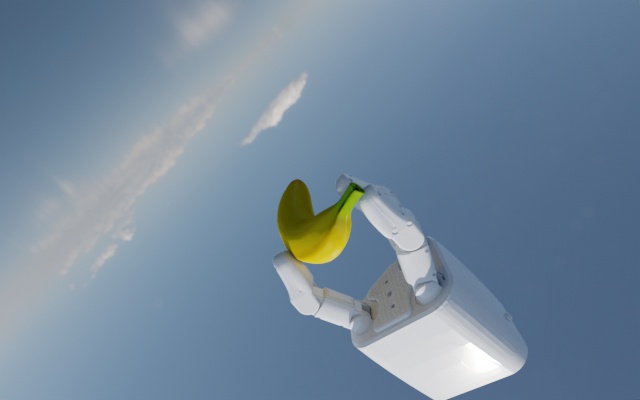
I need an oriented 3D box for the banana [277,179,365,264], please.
[{"bbox_3d":[-0.009,0.017,0.422,0.037,0.069,0.198,34,-6,-16],"label":"banana"}]
